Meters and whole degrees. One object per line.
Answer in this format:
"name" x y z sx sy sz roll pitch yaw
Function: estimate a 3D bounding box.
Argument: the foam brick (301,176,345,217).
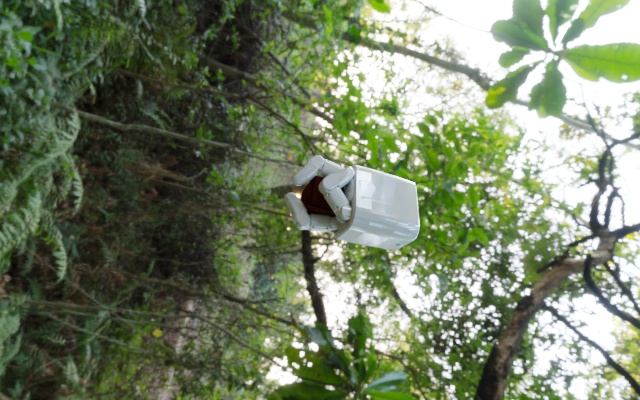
"foam brick" 0.000 0.002 0.754 0.051 0.053 0.078 13 -22 -12
